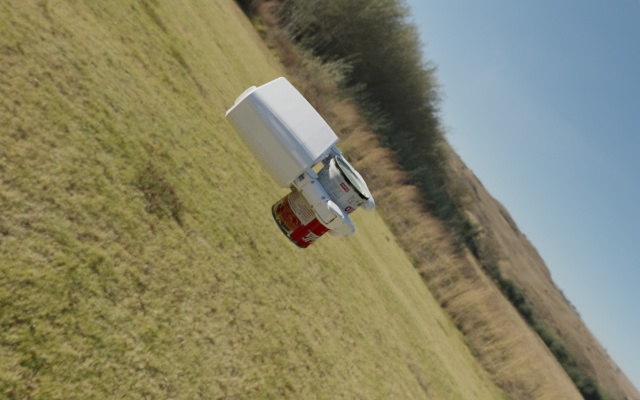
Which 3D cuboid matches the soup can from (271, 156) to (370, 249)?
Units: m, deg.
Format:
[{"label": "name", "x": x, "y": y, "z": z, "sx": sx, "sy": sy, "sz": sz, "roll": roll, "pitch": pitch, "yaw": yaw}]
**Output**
[{"label": "soup can", "x": 0.001, "y": 0.002, "z": 0.582, "sx": 0.102, "sy": 0.068, "sz": 0.068, "roll": -38, "pitch": -11, "yaw": 14}]
